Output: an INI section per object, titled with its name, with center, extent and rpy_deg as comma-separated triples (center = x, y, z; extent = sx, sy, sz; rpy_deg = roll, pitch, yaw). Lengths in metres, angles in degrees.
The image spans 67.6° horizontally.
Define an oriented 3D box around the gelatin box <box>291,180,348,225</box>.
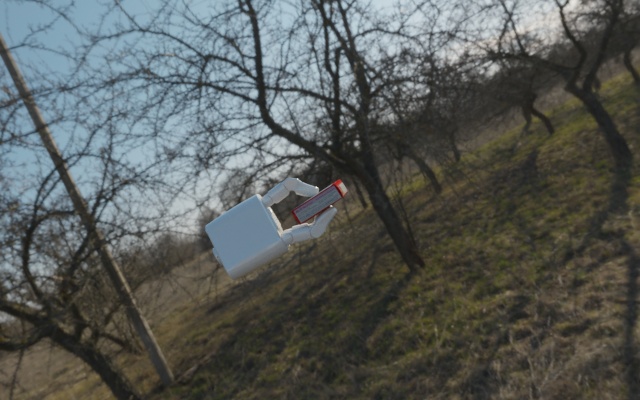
[gelatin box]
center = 0.000, 0.002, 0.805
extent = 0.089, 0.030, 0.073
rpy_deg = -33, 1, 12
